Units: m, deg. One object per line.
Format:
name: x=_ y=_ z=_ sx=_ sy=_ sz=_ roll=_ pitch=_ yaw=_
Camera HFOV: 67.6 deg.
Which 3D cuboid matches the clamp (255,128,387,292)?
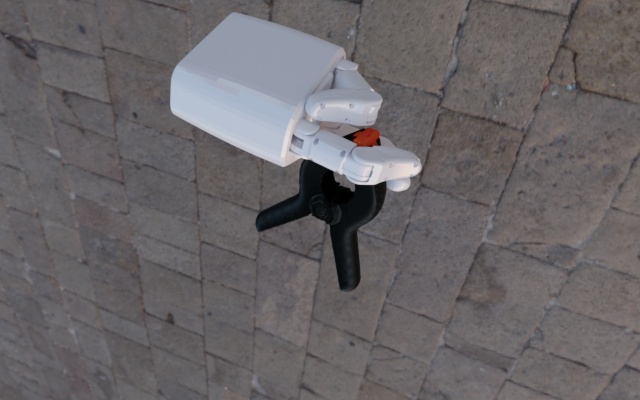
clamp: x=0.000 y=0.002 z=0.431 sx=0.120 sy=0.172 sz=0.039 roll=24 pitch=38 yaw=9
